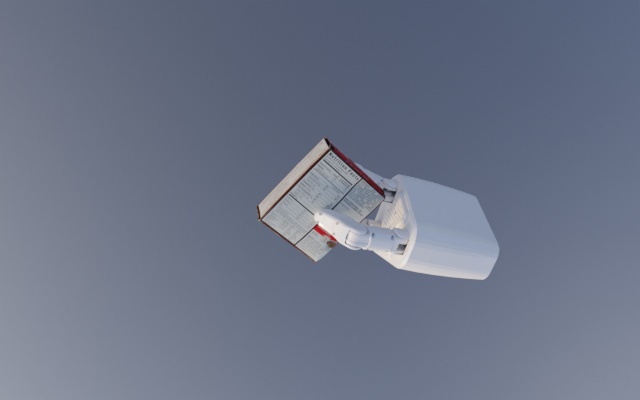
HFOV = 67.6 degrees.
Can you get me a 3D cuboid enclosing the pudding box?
[{"bbox_3d":[0.000,0.002,0.521,0.090,0.113,0.039,40,12,-23],"label":"pudding box"}]
